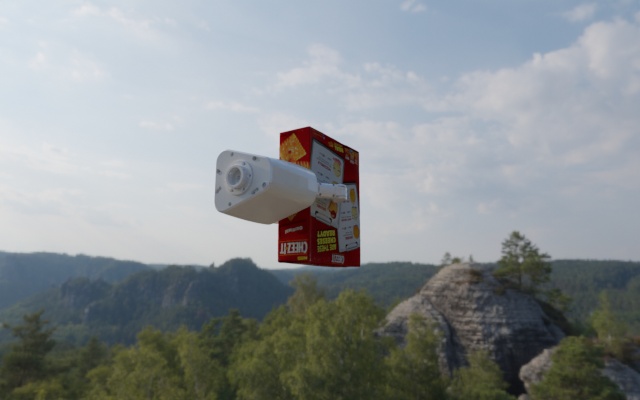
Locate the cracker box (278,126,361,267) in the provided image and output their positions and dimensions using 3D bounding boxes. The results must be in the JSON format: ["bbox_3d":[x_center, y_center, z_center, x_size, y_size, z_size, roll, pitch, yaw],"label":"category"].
[{"bbox_3d":[0.000,0.002,0.807,0.072,0.213,0.164,-6,-13,32],"label":"cracker box"}]
